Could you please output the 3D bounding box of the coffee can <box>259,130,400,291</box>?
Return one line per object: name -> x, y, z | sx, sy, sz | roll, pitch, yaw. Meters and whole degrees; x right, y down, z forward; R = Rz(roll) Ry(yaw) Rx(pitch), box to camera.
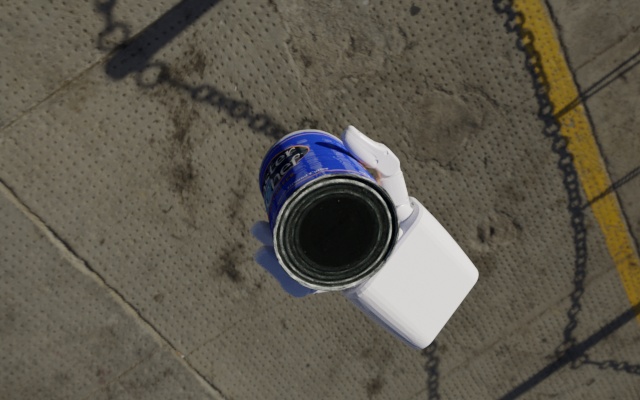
coffee can -> 0.000, 0.001, 0.436 | 0.103, 0.103, 0.140 | 0, 22, -12
